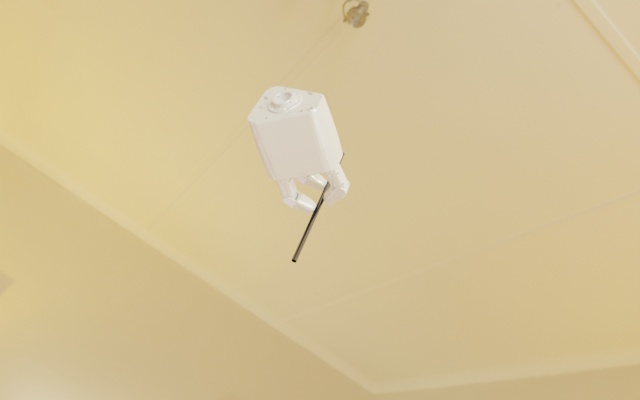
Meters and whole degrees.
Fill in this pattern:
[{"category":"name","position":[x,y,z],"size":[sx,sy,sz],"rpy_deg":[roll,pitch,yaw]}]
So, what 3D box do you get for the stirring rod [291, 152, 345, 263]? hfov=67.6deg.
[{"category":"stirring rod","position":[0.000,0.003,0.770],"size":[0.011,0.239,0.011],"rpy_deg":[14,-40,12]}]
